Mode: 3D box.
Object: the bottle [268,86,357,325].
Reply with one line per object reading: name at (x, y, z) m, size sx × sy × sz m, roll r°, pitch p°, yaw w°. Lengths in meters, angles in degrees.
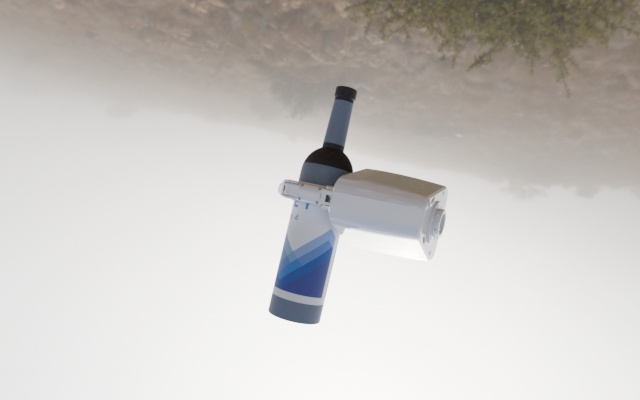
bottle at (0.000, 0.002, 0.602) m, size 0.069 × 0.295 × 0.069 m, roll 13°, pitch -1°, yaw 0°
